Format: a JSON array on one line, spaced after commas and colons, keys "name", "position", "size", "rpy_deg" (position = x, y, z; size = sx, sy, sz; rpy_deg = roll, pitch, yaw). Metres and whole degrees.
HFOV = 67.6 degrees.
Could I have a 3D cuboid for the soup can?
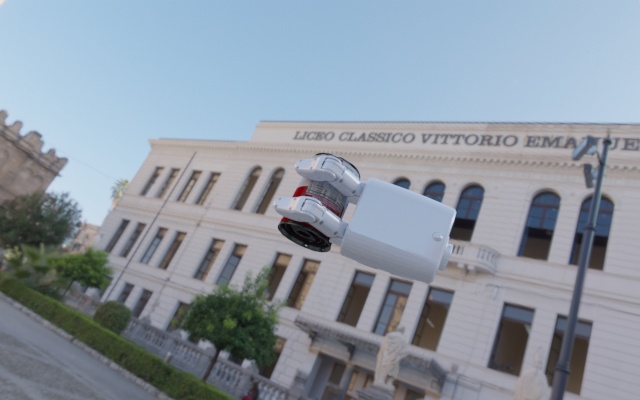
[{"name": "soup can", "position": [0.000, 0.002, 0.577], "size": [0.068, 0.102, 0.068], "rpy_deg": [21, -23, 9]}]
